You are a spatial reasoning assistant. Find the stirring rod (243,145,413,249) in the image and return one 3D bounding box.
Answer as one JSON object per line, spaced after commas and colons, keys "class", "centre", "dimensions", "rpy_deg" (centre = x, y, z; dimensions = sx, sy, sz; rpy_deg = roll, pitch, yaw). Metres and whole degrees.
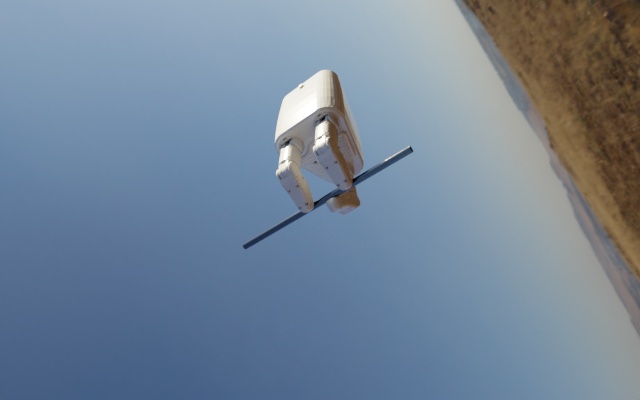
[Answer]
{"class": "stirring rod", "centre": [0.000, 0.002, 0.546], "dimensions": [0.239, 0.011, 0.011], "rpy_deg": [-30, -14, 24]}
